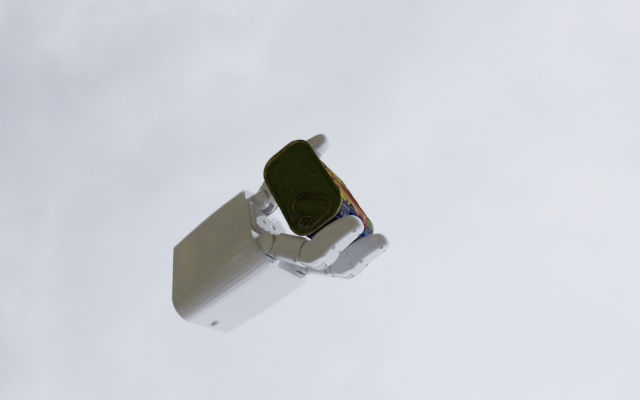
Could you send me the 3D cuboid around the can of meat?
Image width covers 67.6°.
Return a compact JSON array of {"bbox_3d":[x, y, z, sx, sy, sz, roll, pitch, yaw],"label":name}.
[{"bbox_3d":[0.000,0.002,0.474,0.057,0.102,0.084,-38,-37,9],"label":"can of meat"}]
